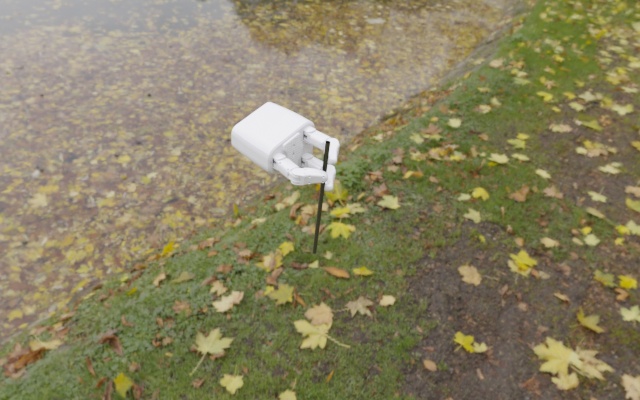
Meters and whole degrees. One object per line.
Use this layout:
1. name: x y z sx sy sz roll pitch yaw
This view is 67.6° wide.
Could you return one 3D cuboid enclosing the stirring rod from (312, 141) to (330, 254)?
1. stirring rod: 0.000 0.003 0.823 0.011 0.240 0.011 4 38 -3
